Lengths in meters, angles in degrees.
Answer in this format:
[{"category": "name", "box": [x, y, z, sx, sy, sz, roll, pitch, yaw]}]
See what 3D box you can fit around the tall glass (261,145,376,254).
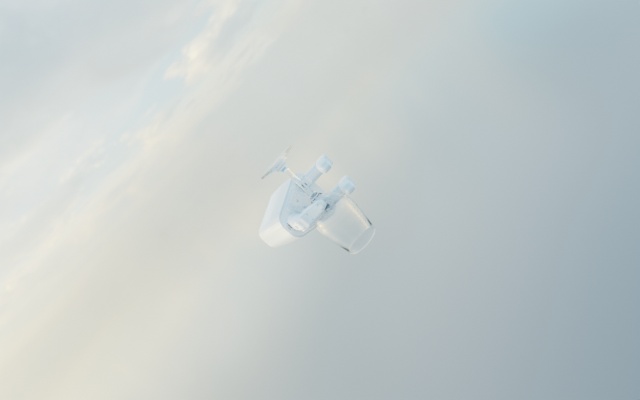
[{"category": "tall glass", "box": [0.000, 0.002, 0.794, 0.201, 0.079, 0.079, 42, -10, -11]}]
